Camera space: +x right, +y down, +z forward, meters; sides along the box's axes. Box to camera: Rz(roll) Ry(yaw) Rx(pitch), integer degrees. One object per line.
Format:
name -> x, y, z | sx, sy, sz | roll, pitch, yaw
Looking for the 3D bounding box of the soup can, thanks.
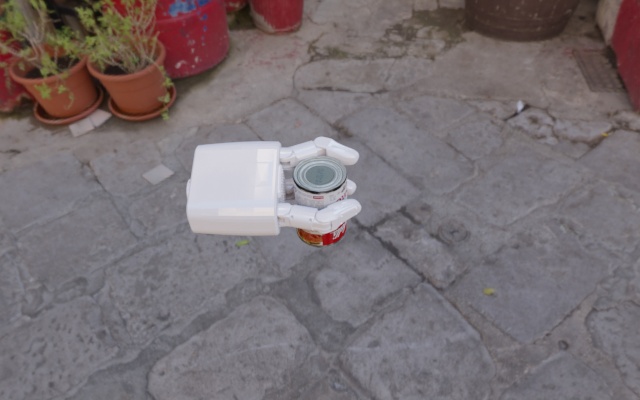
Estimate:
soup can -> 0.001, 0.002, 0.608 | 0.068, 0.068, 0.102 | -1, -45, 1
